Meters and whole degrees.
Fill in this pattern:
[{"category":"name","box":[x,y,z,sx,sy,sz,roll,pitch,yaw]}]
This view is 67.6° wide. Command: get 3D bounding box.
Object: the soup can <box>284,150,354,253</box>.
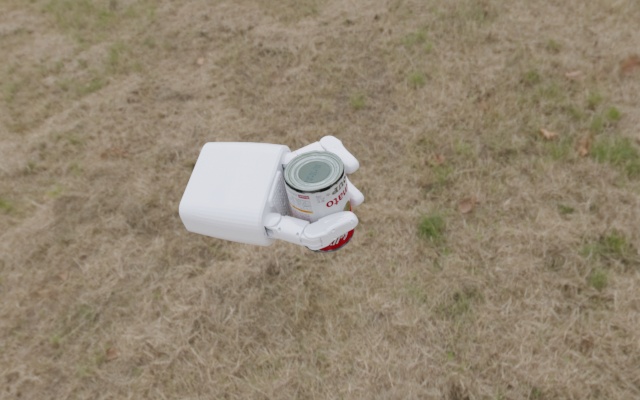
[{"category":"soup can","box":[0.000,0.002,0.542,0.068,0.068,0.102,0,-44,12]}]
